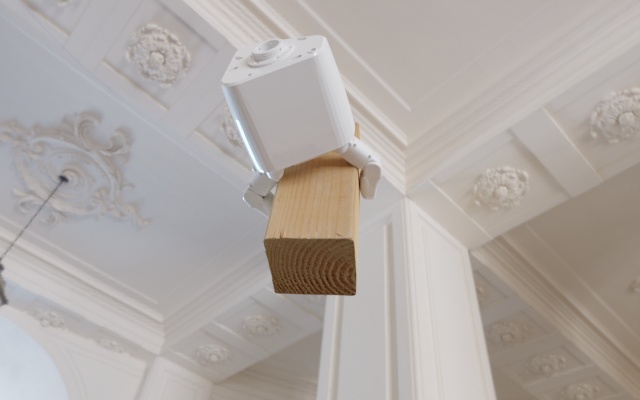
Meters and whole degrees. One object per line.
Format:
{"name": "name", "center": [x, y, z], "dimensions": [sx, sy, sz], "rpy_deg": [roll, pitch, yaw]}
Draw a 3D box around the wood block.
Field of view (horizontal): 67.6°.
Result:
{"name": "wood block", "center": [0.000, 0.001, 0.559], "dimensions": [0.091, 0.090, 0.206], "rpy_deg": [0, 41, 7]}
